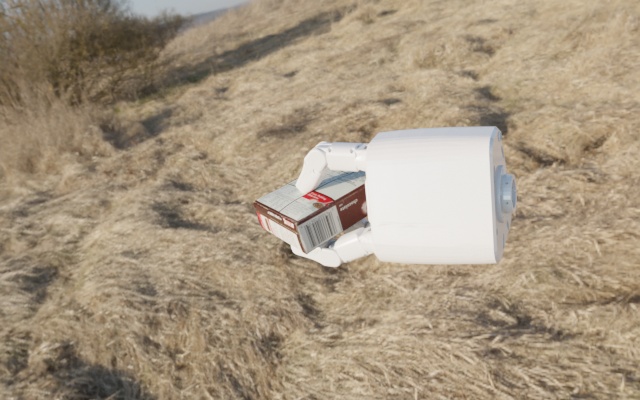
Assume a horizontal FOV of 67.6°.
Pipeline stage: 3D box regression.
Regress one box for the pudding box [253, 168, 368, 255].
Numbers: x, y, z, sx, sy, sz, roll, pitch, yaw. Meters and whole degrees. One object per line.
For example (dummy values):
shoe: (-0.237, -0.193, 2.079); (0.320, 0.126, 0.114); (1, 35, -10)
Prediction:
pudding box: (0.000, 0.002, 0.501); (0.113, 0.039, 0.090); (-28, 28, -26)
